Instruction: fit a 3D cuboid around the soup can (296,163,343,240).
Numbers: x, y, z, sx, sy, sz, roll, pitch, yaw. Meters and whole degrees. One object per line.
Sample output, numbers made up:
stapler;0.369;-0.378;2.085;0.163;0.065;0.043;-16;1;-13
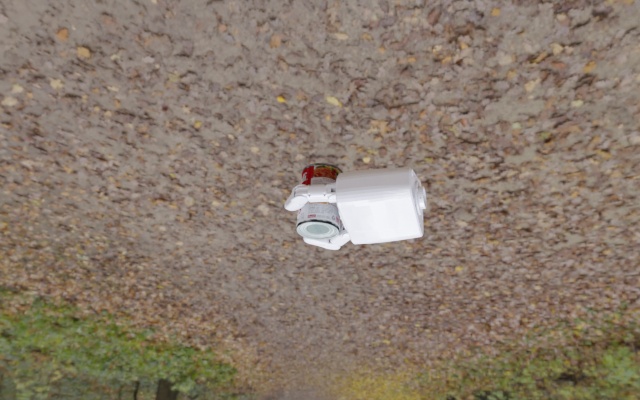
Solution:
soup can;0.000;0.003;0.742;0.068;0.102;0.068;4;-28;2
